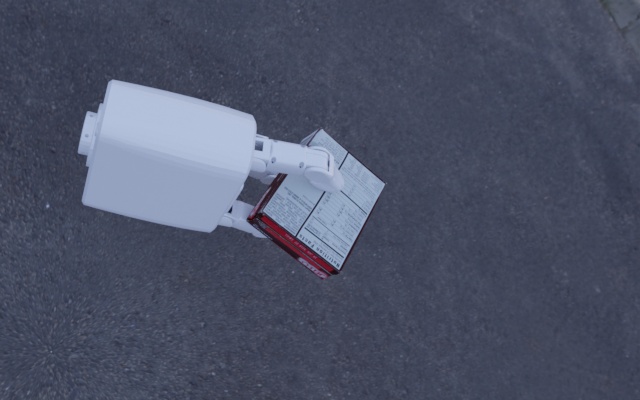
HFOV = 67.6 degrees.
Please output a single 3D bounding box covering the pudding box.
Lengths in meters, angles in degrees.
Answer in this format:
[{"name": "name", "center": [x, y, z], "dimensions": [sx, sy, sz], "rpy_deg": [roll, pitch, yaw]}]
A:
[{"name": "pudding box", "center": [0.000, 0.001, 0.439], "dimensions": [0.090, 0.113, 0.039], "rpy_deg": [40, -30, -13]}]
